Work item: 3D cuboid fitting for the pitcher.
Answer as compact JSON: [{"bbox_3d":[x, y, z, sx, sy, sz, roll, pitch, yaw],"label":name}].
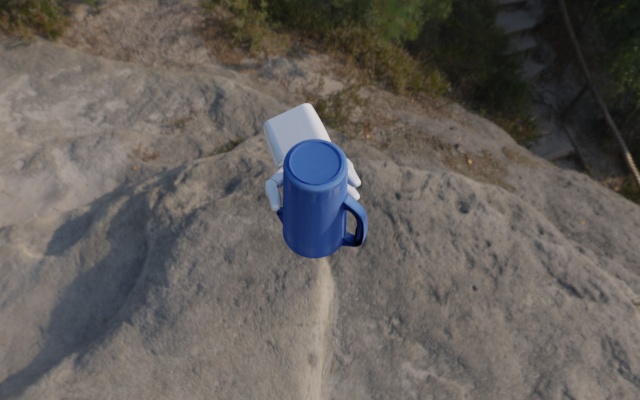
[{"bbox_3d":[0.000,0.003,0.881,0.149,0.145,0.243,-16,-29,-11],"label":"pitcher"}]
